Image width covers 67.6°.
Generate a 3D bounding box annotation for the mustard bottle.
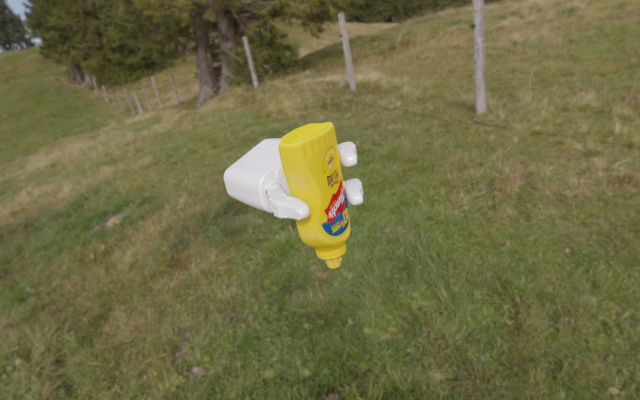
[{"bbox_3d":[0.000,0.002,0.621,0.058,0.192,0.096,0,24,26],"label":"mustard bottle"}]
